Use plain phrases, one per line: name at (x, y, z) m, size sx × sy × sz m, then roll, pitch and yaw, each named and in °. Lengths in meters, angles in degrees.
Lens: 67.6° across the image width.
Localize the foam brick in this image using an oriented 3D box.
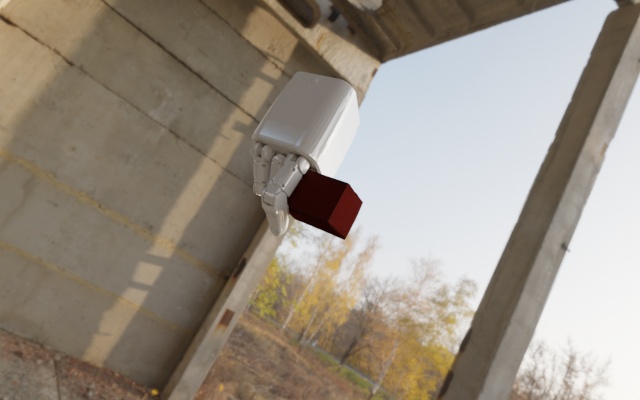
foam brick at (0.000, 0.002, 0.553) m, size 0.078 × 0.051 × 0.053 m, roll 21°, pitch -16°, yaw 33°
